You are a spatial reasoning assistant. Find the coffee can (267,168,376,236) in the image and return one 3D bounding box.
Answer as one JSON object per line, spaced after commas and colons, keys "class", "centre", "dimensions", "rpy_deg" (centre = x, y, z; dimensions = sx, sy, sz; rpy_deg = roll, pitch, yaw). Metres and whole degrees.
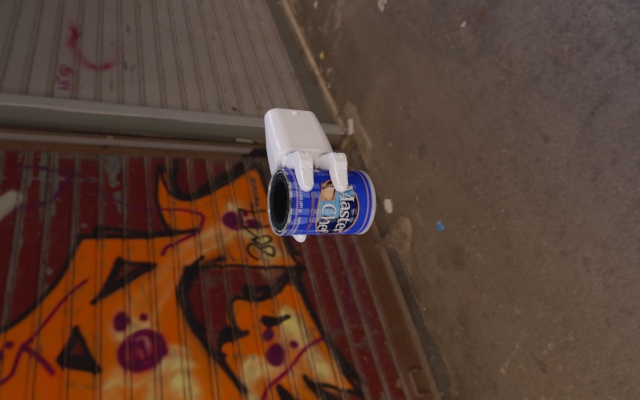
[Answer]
{"class": "coffee can", "centre": [0.000, 0.003, 0.741], "dimensions": [0.140, 0.103, 0.103], "rpy_deg": [0, 0, -24]}
